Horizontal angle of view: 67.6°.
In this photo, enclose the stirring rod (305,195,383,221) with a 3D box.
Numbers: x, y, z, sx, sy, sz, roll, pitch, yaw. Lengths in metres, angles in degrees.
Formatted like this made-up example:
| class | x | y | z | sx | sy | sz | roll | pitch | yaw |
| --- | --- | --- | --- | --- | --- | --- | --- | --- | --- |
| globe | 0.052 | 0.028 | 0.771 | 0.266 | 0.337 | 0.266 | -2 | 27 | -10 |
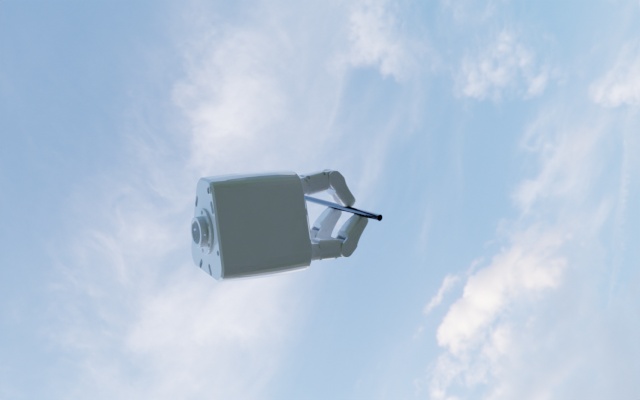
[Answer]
| class | x | y | z | sx | sy | sz | roll | pitch | yaw |
| --- | --- | --- | --- | --- | --- | --- | --- | --- | --- |
| stirring rod | 0.000 | 0.002 | 0.640 | 0.011 | 0.011 | 0.239 | 0 | 8 | -35 |
